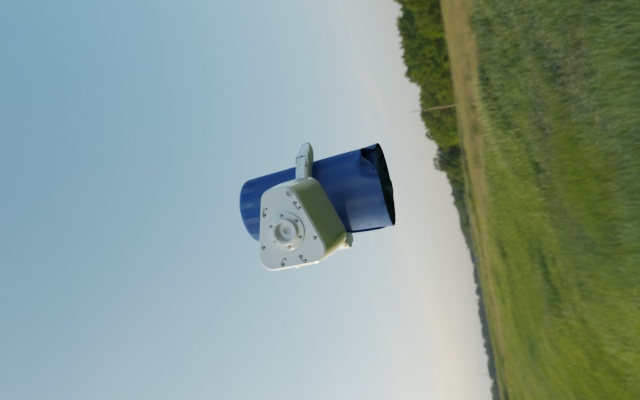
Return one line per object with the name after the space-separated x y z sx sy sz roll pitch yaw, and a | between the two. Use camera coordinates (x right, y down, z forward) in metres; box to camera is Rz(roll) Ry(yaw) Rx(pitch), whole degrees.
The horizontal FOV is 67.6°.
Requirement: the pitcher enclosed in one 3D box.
0.000 0.003 0.790 0.243 0.149 0.145 -11 7 16 | pitcher
